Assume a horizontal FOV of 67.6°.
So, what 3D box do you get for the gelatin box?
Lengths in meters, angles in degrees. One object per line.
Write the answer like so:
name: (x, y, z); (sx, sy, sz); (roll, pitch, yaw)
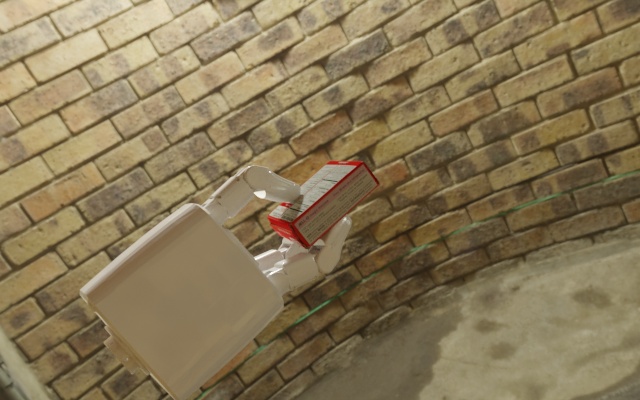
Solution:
gelatin box: (0.000, 0.001, 0.435); (0.089, 0.030, 0.073); (-42, 18, -14)
